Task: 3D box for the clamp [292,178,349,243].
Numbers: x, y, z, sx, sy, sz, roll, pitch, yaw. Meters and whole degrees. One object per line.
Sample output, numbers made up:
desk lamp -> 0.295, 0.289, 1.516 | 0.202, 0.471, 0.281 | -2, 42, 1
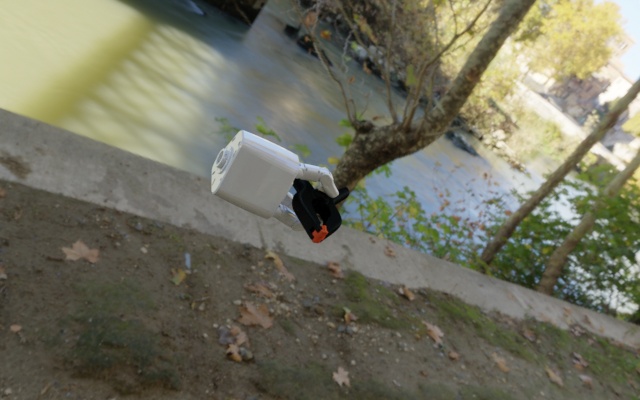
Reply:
clamp -> 0.000, 0.002, 0.834 | 0.164, 0.036, 0.209 | 25, 29, -28
